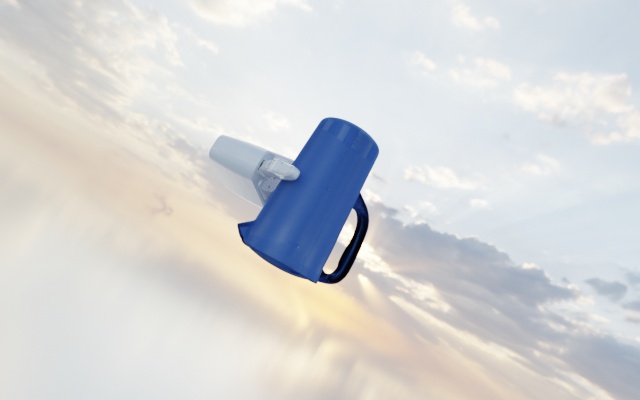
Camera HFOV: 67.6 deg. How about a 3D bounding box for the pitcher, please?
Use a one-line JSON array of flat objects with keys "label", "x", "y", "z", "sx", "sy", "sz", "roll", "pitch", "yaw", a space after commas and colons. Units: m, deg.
[{"label": "pitcher", "x": 0.000, "y": 0.002, "z": 0.744, "sx": 0.145, "sy": 0.243, "sz": 0.149, "roll": 24, "pitch": -12, "yaw": 30}]
